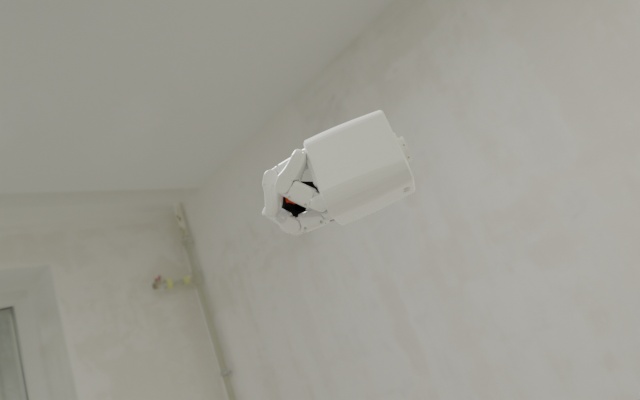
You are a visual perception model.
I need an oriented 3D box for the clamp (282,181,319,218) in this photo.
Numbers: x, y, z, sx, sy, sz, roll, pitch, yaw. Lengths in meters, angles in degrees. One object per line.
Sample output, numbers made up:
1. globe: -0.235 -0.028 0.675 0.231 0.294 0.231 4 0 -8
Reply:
1. clamp: 0.000 0.002 0.679 0.120 0.039 0.171 -23 -16 7
